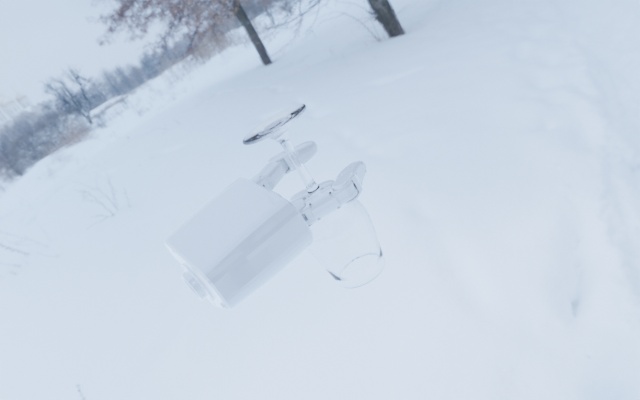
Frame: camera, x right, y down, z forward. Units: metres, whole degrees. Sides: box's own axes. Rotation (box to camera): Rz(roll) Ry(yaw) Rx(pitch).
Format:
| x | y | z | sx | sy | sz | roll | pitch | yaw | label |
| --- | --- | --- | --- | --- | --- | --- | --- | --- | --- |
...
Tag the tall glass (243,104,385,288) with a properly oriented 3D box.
| x | y | z | sx | sy | sz | roll | pitch | yaw | label |
| --- | --- | --- | --- | --- | --- | --- | --- | --- | --- |
| 0.000 | 0.001 | 0.518 | 0.079 | 0.201 | 0.079 | -27 | 22 | 12 | tall glass |
